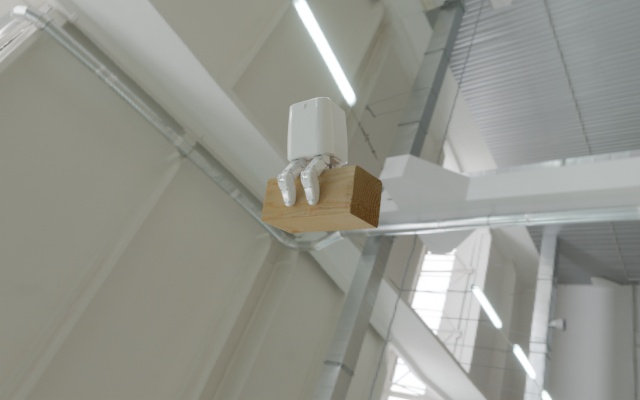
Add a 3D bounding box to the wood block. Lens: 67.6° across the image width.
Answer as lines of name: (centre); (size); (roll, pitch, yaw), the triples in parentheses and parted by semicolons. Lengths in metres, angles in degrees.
wood block: (0.000, 0.003, 0.882); (0.206, 0.090, 0.091); (-6, -22, 38)
